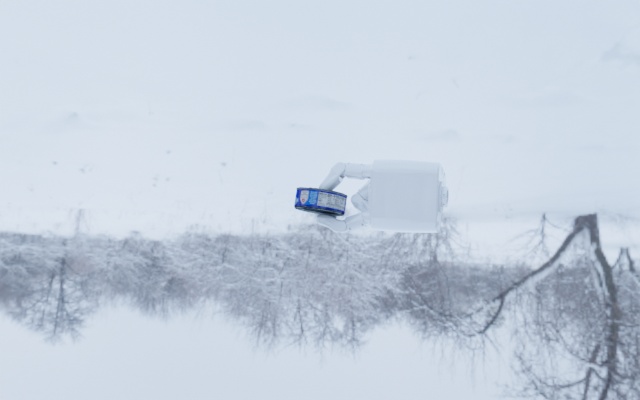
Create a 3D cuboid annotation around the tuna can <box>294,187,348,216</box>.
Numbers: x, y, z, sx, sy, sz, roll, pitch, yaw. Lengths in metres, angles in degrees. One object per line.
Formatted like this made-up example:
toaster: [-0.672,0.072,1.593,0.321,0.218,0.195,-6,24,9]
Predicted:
tuna can: [0.000,0.003,0.787,0.086,0.033,0.086,9,-6,1]
